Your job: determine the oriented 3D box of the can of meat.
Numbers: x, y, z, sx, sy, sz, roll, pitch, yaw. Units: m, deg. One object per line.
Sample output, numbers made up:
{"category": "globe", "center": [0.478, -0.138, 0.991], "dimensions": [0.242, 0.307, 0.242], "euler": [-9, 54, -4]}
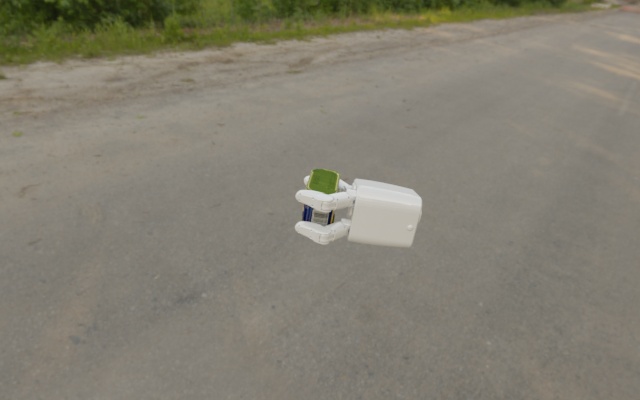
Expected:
{"category": "can of meat", "center": [0.000, 0.002, 0.808], "dimensions": [0.057, 0.084, 0.102], "euler": [10, 28, 1]}
